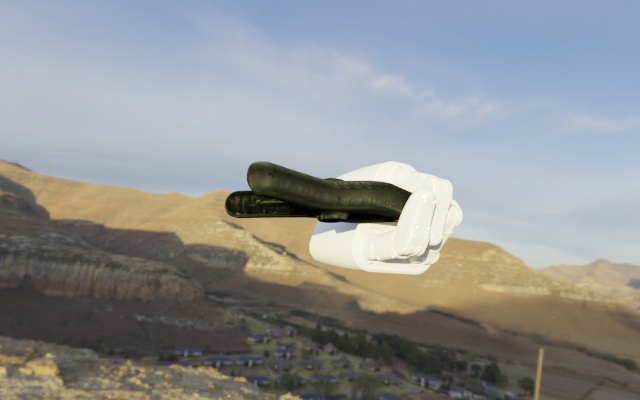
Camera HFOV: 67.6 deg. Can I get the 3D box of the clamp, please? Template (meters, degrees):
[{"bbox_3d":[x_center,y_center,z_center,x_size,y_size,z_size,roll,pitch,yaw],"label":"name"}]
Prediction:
[{"bbox_3d":[0.000,0.001,0.418,0.171,0.039,0.120,10,-9,-27],"label":"clamp"}]
